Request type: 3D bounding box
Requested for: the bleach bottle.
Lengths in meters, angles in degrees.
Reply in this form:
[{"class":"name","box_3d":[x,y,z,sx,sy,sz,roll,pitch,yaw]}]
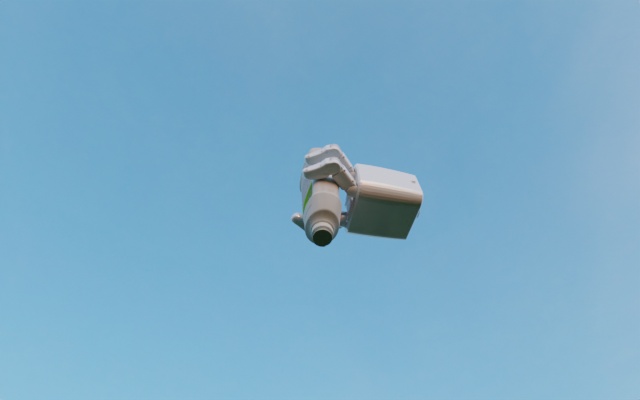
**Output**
[{"class":"bleach bottle","box_3d":[0.000,0.002,0.776,0.068,0.103,0.250,10,27,-6]}]
